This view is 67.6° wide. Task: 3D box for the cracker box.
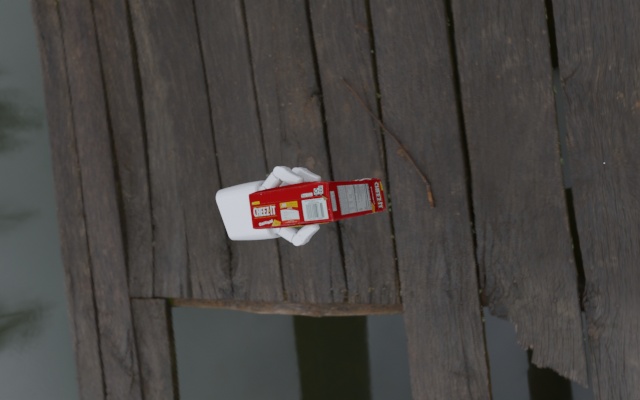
[{"bbox_3d":[0.000,0.003,0.873,0.164,0.072,0.213,-8,0,31],"label":"cracker box"}]
